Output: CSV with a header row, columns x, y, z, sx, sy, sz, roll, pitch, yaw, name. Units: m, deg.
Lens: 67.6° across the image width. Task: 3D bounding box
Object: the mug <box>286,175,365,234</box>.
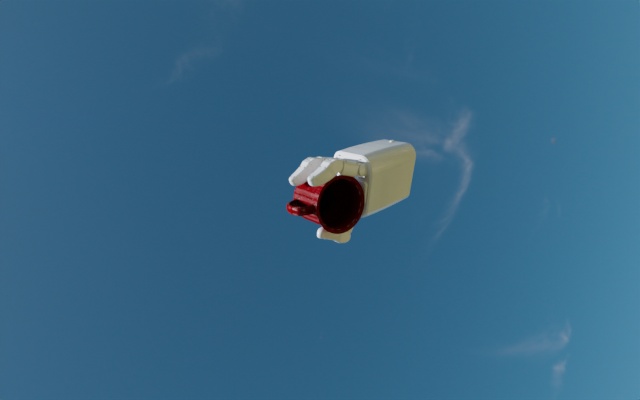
x,y,z,sx,sy,sz,roll,pitch,yaw,name
-0.001,0.003,0.759,0.117,0.093,0.081,-18,21,-31,mug
